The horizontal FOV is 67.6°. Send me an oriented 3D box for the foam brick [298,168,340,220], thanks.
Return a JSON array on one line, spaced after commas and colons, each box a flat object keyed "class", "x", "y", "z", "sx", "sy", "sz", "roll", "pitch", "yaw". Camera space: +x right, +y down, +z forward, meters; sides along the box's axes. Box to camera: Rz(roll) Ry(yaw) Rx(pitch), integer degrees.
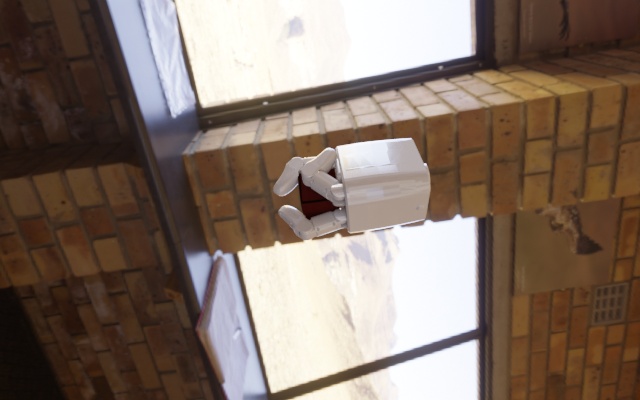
[{"class": "foam brick", "x": 0.000, "y": 0.002, "z": 0.660, "sx": 0.051, "sy": 0.053, "sz": 0.078, "roll": -8, "pitch": -35, "yaw": 0}]
